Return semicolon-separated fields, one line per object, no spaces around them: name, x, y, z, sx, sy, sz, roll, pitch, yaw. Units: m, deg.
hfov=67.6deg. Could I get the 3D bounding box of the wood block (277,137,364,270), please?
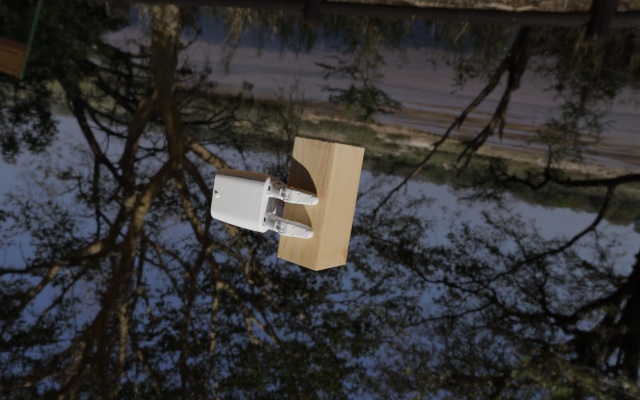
wood block;0.000;0.003;0.813;0.090;0.206;0.091;14;8;34
